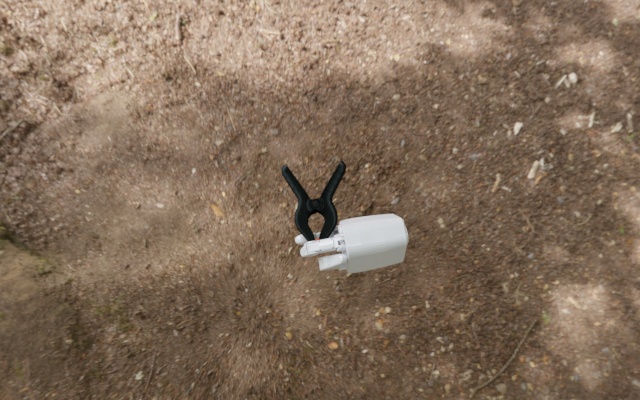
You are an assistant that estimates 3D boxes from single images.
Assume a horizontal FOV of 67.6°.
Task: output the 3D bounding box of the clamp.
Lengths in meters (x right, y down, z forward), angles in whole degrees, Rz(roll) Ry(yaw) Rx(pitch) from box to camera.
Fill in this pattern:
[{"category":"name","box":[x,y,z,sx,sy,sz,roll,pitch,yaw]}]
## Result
[{"category":"clamp","box":[0.000,0.003,0.879,0.120,0.171,0.039,-13,-12,6]}]
